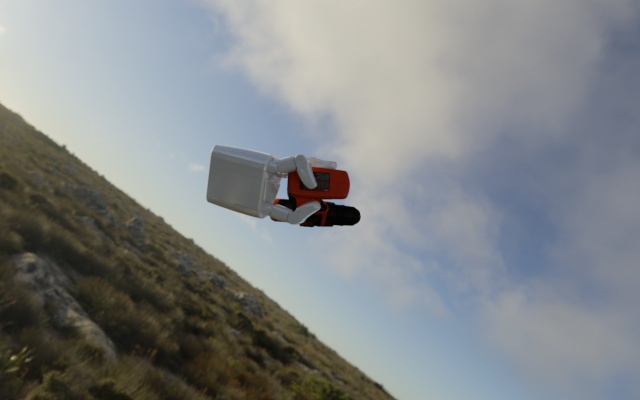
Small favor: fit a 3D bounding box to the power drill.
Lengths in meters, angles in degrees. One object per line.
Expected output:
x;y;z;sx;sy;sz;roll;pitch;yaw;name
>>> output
0.000;0.003;0.888;0.184;0.057;0.188;3;-22;-8;power drill
